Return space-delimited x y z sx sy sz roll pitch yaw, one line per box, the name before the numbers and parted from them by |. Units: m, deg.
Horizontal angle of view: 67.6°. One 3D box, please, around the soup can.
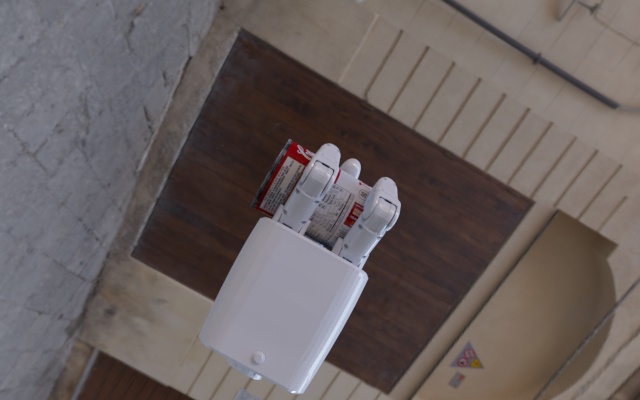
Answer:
soup can | 0.001 0.001 0.416 0.102 0.068 0.068 30 -3 -4
